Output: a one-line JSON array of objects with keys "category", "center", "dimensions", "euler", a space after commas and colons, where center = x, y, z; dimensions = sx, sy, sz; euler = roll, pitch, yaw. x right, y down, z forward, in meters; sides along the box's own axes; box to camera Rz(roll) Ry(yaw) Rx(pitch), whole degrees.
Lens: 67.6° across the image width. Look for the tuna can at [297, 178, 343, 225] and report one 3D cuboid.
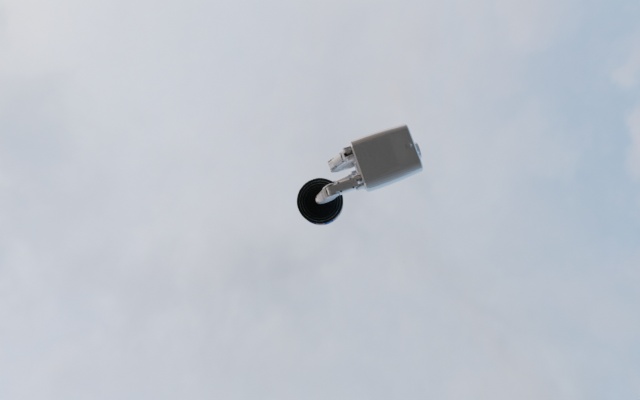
[{"category": "tuna can", "center": [0.000, 0.003, 0.890], "dimensions": [0.086, 0.086, 0.034], "euler": [0, -9, 5]}]
